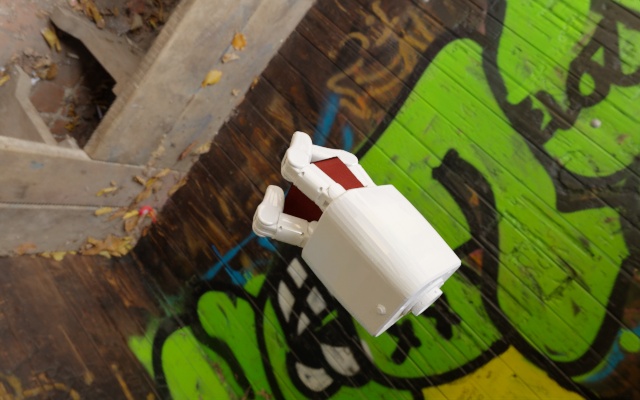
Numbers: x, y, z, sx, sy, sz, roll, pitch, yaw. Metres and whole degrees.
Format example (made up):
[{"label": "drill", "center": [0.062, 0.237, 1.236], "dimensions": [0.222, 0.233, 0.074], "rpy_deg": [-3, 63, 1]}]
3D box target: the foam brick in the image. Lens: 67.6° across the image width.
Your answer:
[{"label": "foam brick", "center": [0.000, 0.002, 0.498], "dimensions": [0.053, 0.051, 0.078], "rpy_deg": [-19, -30, -39]}]
